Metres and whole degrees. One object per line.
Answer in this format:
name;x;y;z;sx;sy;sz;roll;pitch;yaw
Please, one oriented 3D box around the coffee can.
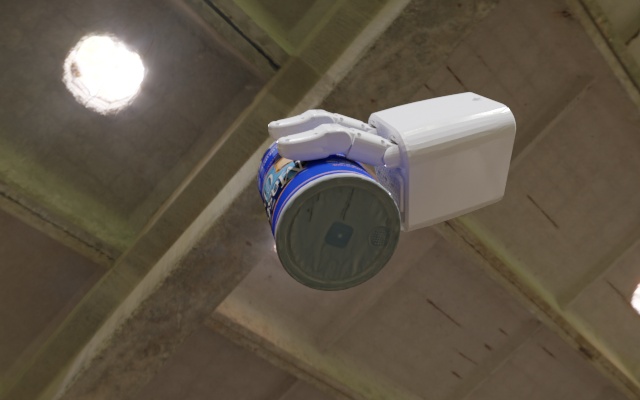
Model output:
coffee can;0.000;0.002;0.438;0.103;0.103;0.140;0;23;-14
